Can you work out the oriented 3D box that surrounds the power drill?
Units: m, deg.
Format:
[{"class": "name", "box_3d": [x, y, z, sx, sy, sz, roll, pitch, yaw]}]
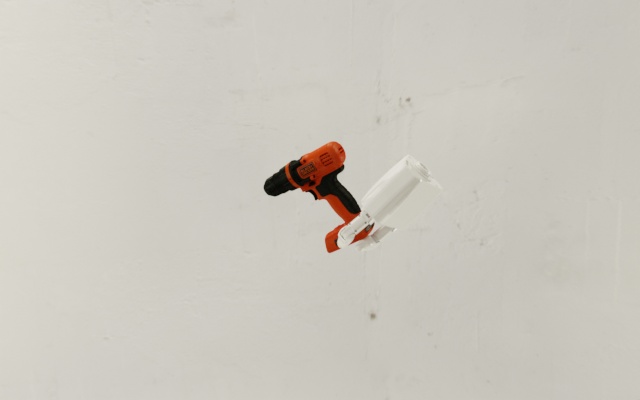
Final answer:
[{"class": "power drill", "box_3d": [0.001, 0.003, 0.892, 0.184, 0.188, 0.057, -26, 12, 33]}]
